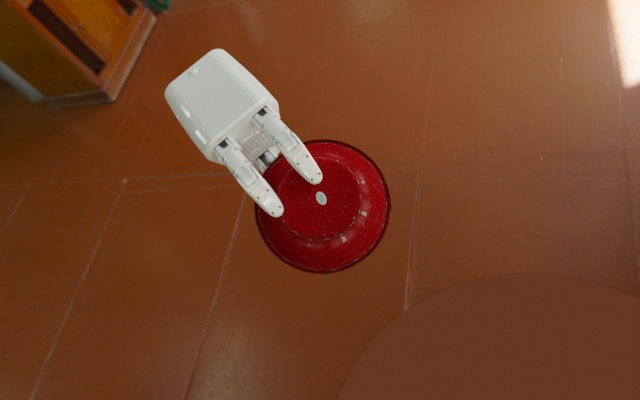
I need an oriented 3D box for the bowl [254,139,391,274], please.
[{"bbox_3d":[0.001,0.002,0.538,0.162,0.162,0.055,0,-9,4],"label":"bowl"}]
